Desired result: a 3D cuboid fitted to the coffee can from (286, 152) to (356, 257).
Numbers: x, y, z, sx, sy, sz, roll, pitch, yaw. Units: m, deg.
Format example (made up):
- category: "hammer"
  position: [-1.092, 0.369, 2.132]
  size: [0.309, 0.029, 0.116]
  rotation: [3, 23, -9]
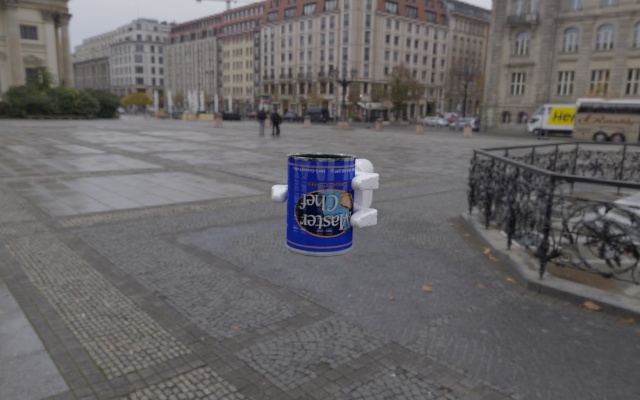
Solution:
- category: "coffee can"
  position: [0.000, 0.003, 0.714]
  size: [0.103, 0.140, 0.103]
  rotation: [2, 11, 0]
